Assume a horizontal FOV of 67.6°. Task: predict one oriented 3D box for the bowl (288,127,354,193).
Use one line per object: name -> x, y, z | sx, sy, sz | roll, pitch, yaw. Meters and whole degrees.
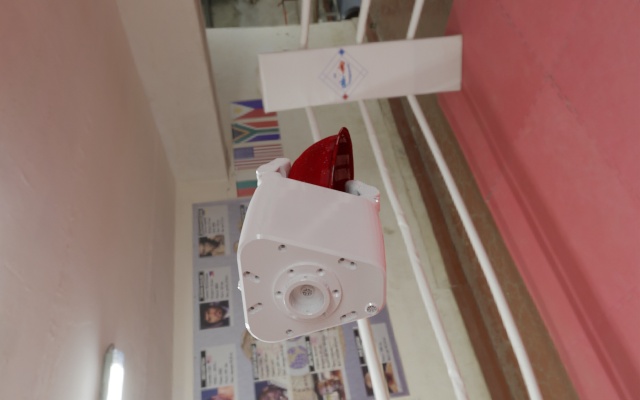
bowl -> 0.000, 0.001, 0.518 | 0.055, 0.162, 0.162 | 2, 0, 11
